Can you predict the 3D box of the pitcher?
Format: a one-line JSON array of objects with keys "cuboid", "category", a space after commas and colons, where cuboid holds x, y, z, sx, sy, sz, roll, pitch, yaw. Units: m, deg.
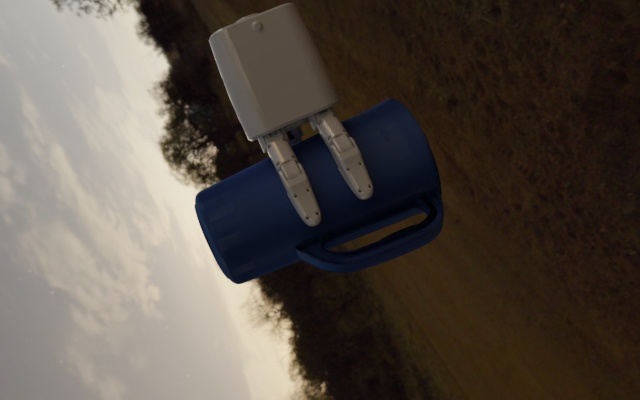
[{"cuboid": [0.000, 0.001, 0.511, 0.243, 0.145, 0.149, -24, 9, -6], "category": "pitcher"}]
